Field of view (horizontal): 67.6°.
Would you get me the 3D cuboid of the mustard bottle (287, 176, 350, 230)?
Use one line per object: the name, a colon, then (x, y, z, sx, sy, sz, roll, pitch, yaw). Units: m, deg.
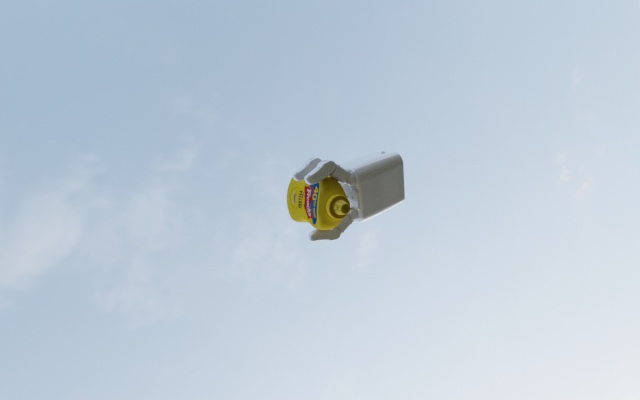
mustard bottle: (0.000, 0.003, 0.862, 0.058, 0.096, 0.191, 3, 5, -27)
